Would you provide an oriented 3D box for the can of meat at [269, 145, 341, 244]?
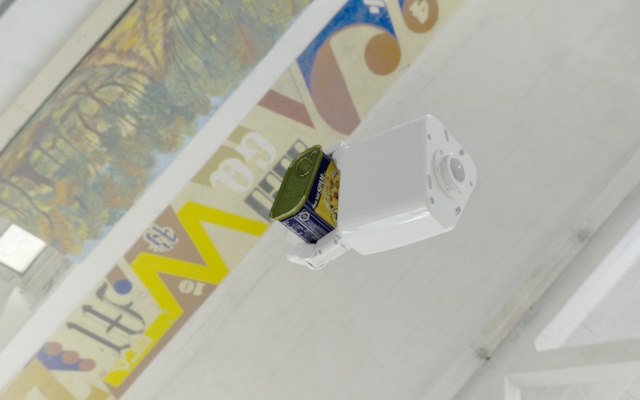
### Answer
[{"bbox_3d":[0.000,0.002,0.547,0.057,0.102,0.084,-24,-54,41],"label":"can of meat"}]
